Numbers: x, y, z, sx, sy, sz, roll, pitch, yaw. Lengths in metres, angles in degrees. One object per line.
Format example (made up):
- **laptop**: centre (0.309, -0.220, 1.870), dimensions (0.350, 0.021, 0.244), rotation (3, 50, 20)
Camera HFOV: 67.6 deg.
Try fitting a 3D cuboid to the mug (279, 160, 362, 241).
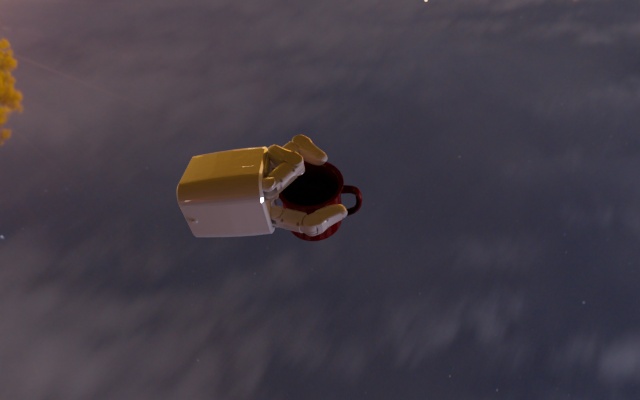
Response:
- **mug**: centre (0.002, 0.002, 0.672), dimensions (0.117, 0.093, 0.082), rotation (-4, -42, 3)
